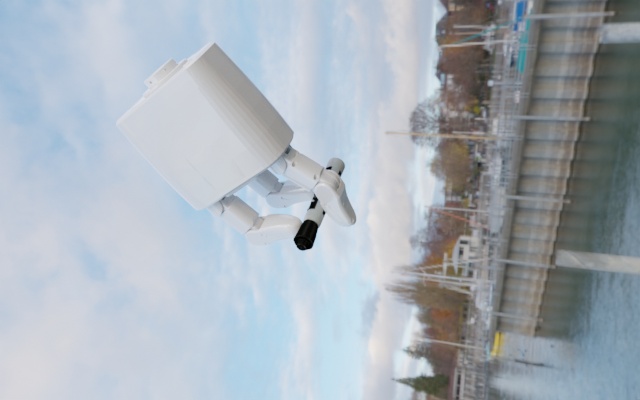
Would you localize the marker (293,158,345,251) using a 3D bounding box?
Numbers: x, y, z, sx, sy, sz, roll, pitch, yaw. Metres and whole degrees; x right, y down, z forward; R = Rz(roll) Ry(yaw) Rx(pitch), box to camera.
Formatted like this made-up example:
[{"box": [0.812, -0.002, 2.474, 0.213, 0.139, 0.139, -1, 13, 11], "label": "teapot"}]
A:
[{"box": [0.000, 0.002, 0.462, 0.020, 0.020, 0.121, 0, 41, 22], "label": "marker"}]
